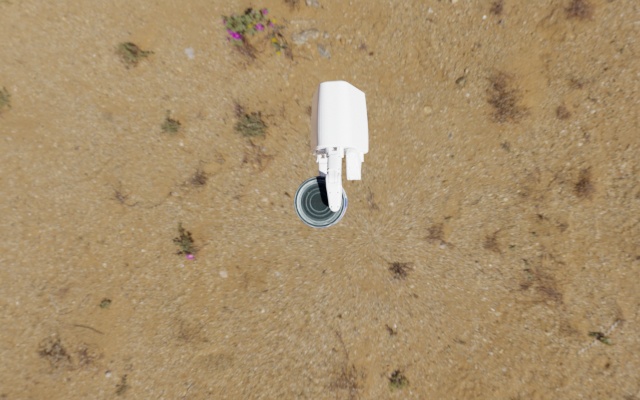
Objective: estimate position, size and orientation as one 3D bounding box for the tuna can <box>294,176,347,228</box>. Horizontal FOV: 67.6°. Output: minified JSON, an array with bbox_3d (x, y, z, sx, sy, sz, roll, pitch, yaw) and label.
[{"bbox_3d":[0.000,0.003,0.780,0.086,0.086,0.034,0,1,6],"label":"tuna can"}]
